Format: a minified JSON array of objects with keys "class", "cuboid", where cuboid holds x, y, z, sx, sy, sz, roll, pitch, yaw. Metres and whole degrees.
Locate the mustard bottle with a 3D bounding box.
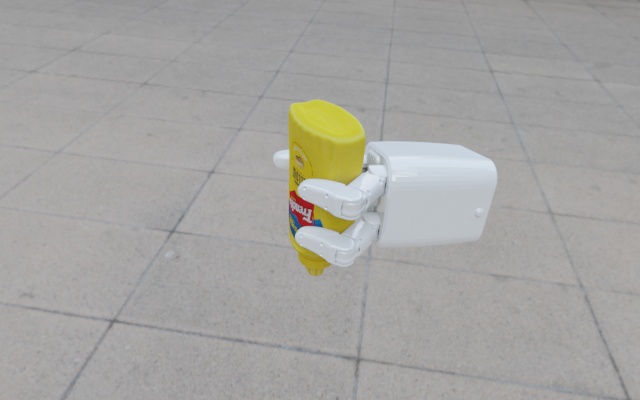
[{"class":"mustard bottle","cuboid":[0.000,0.001,0.492,0.058,0.192,0.096,-16,39,-26]}]
